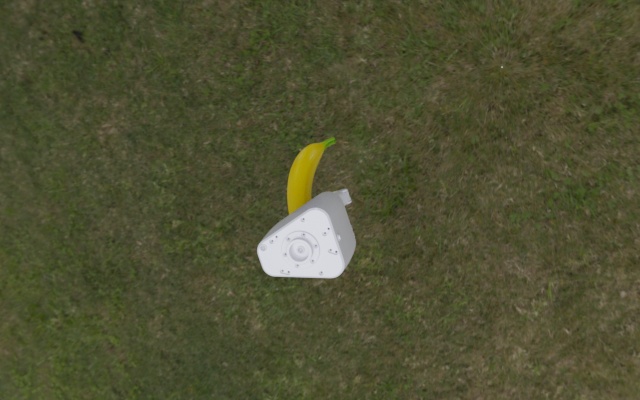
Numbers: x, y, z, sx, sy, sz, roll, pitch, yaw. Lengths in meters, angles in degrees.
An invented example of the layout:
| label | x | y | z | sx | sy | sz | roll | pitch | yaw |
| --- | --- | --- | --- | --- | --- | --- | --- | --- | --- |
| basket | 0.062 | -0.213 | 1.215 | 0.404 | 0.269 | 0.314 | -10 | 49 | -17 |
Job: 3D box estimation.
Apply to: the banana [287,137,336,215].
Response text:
| label | x | y | z | sx | sy | sz | roll | pitch | yaw |
| --- | --- | --- | --- | --- | --- | --- | --- | --- | --- |
| banana | -0.018 | -0.003 | 0.742 | 0.069 | 0.198 | 0.037 | 5 | 5 | -1 |
